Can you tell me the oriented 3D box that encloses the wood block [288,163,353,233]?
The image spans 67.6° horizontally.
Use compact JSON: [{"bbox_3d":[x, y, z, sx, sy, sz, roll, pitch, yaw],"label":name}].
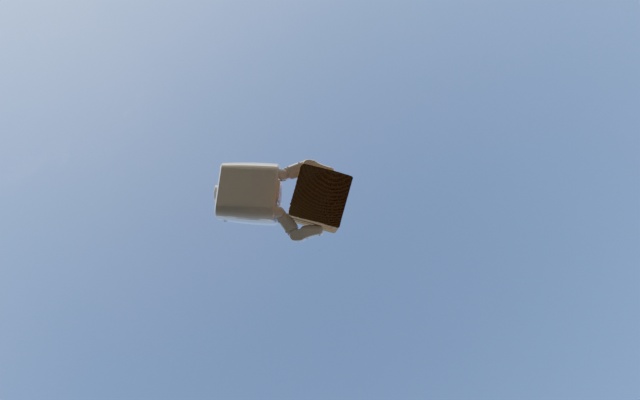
[{"bbox_3d":[0.000,0.002,0.876,0.090,0.091,0.206,15,-6,1],"label":"wood block"}]
